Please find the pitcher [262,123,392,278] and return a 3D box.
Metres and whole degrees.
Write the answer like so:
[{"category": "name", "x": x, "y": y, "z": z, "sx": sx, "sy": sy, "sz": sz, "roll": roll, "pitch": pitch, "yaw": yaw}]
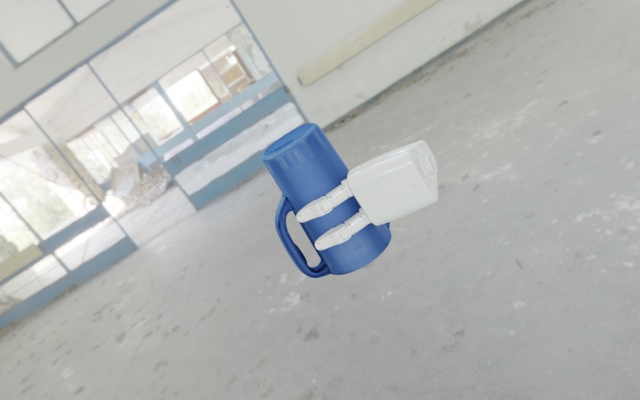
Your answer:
[{"category": "pitcher", "x": 0.000, "y": 0.003, "z": 0.805, "sx": 0.145, "sy": 0.243, "sz": 0.149, "roll": -23, "pitch": 20, "yaw": 30}]
